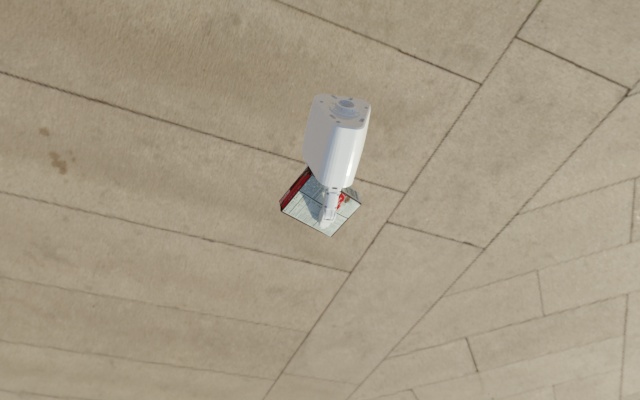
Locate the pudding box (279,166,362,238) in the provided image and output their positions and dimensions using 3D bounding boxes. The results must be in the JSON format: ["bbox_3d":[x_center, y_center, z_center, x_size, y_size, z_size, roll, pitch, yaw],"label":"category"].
[{"bbox_3d":[0.000,0.003,0.810,0.113,0.090,0.039,30,27,-25],"label":"pudding box"}]
